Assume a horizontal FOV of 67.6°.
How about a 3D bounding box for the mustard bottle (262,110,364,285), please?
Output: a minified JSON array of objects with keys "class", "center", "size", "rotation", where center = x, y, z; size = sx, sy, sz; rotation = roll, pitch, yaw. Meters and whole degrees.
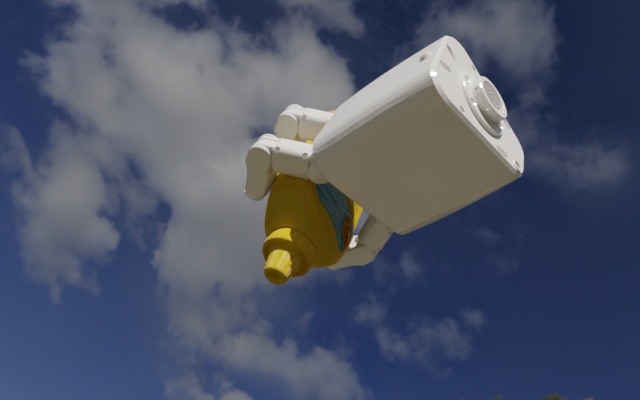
[{"class":"mustard bottle","center":[0.000,0.001,0.418],"size":[0.058,0.096,0.191],"rotation":[-4,33,26]}]
